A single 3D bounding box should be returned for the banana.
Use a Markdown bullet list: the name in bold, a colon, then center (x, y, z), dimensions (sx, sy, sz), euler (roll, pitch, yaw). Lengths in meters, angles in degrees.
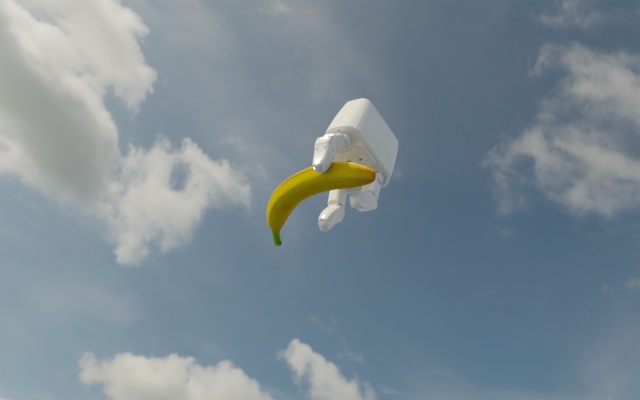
- **banana**: center (-0.015, -0.010, 0.652), dimensions (0.198, 0.069, 0.037), euler (-35, 15, 34)
